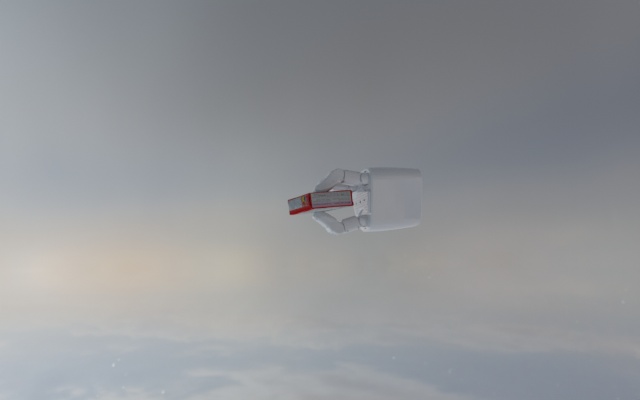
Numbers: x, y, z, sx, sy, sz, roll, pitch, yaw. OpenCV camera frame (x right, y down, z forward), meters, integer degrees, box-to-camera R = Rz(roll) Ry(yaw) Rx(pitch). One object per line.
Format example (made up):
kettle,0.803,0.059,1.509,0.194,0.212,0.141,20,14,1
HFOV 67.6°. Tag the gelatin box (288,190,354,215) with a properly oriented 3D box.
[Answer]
gelatin box,0.000,0.003,0.814,0.089,0.030,0.073,-5,-6,-33
